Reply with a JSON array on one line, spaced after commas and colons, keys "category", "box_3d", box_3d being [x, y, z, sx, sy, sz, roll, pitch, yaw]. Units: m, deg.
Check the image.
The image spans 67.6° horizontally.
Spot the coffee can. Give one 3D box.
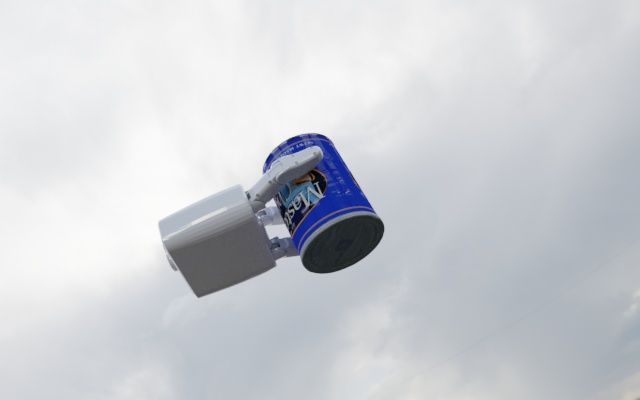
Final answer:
[{"category": "coffee can", "box_3d": [0.000, 0.002, 0.577, 0.103, 0.140, 0.103, -18, -37, -14]}]
